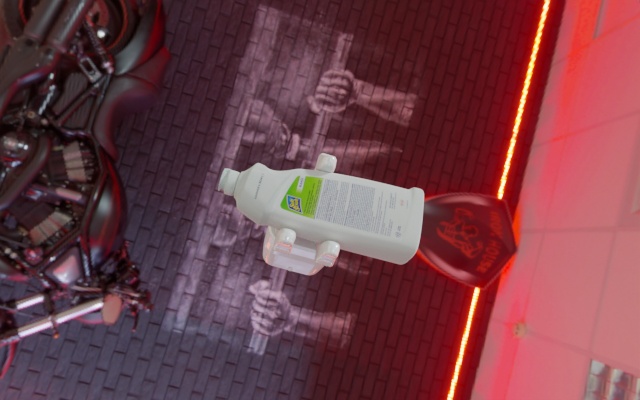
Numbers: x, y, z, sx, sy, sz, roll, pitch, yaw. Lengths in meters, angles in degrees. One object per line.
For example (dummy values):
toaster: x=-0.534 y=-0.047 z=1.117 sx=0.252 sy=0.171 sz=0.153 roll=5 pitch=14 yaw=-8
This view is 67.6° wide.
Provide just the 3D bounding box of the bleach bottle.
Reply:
bleach bottle: x=0.000 y=0.002 z=0.601 sx=0.251 sy=0.102 sz=0.068 roll=16 pitch=-31 yaw=-6
